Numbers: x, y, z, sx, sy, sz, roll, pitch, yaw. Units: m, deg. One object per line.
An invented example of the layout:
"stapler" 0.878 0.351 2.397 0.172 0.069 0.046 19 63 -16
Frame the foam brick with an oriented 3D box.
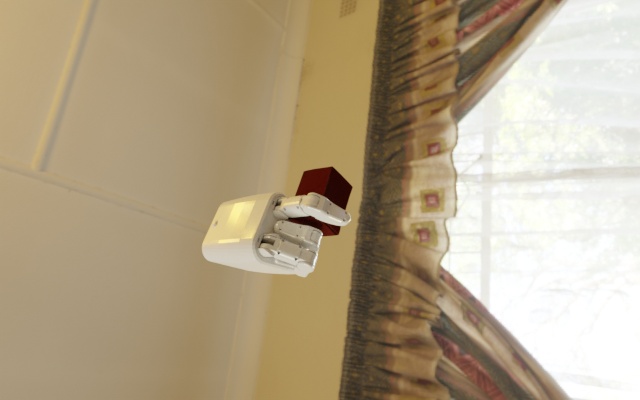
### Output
"foam brick" 0.000 0.002 0.633 0.051 0.078 0.053 -6 -37 38
